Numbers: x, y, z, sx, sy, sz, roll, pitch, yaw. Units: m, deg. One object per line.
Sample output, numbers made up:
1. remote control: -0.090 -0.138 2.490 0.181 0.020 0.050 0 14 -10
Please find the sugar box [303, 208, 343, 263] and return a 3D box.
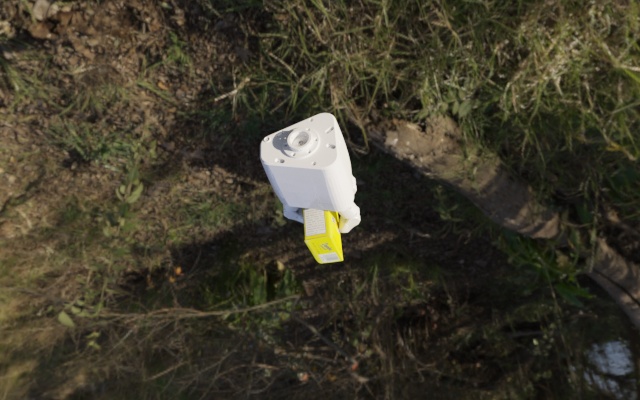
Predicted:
1. sugar box: 0.001 0.002 0.763 0.048 0.176 0.093 -9 -31 10
